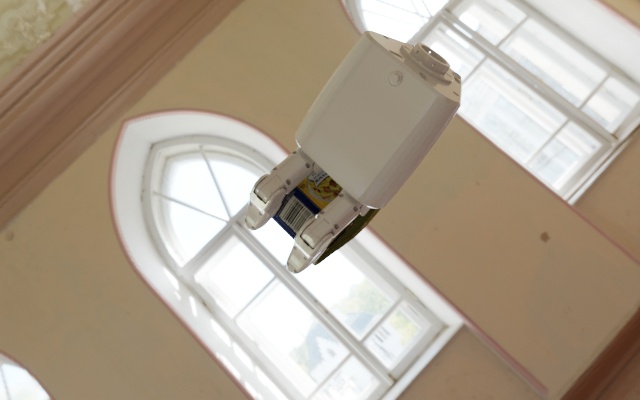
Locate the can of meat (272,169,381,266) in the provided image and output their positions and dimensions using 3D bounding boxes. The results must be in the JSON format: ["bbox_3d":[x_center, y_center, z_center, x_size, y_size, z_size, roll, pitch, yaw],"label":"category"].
[{"bbox_3d":[0.000,0.001,0.453,0.084,0.057,0.102,44,35,12],"label":"can of meat"}]
